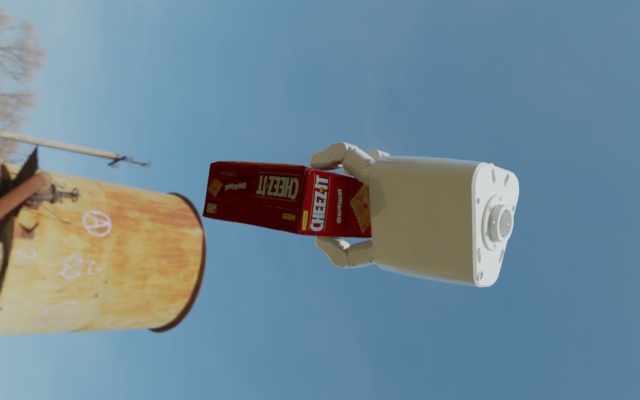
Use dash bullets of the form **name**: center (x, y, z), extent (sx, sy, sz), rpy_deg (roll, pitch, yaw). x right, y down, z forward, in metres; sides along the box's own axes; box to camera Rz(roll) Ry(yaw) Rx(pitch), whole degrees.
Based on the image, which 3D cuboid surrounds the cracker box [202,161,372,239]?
- **cracker box**: center (0.000, 0.002, 0.559), extent (0.164, 0.072, 0.214), rpy_deg (6, -2, 44)
